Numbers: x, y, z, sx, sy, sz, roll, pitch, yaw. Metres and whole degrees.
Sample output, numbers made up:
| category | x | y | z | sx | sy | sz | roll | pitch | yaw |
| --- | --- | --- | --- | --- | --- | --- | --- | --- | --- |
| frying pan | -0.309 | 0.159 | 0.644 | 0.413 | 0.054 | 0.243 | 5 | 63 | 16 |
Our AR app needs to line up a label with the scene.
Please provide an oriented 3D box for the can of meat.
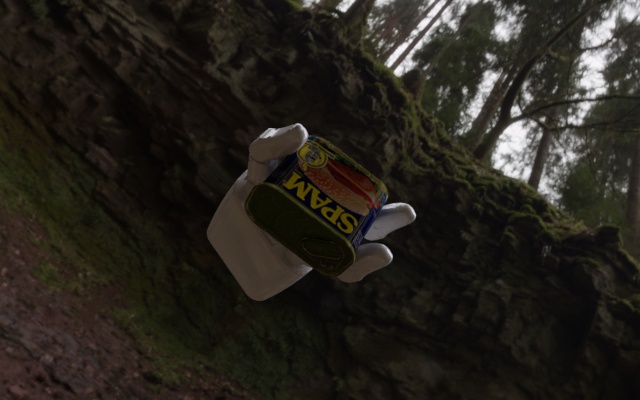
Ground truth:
| category | x | y | z | sx | sy | sz | roll | pitch | yaw |
| --- | --- | --- | --- | --- | --- | --- | --- | --- | --- |
| can of meat | 0.000 | 0.001 | 0.419 | 0.102 | 0.084 | 0.057 | 37 | -40 | 0 |
